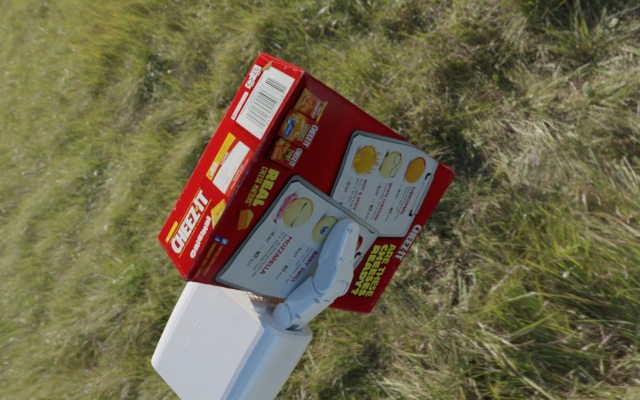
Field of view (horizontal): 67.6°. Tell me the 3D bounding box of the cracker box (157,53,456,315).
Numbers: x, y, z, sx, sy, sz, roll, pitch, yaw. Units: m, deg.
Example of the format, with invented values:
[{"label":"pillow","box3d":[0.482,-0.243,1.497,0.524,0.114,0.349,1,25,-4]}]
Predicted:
[{"label":"cracker box","box3d":[0.000,0.001,0.406,0.214,0.164,0.072,22,12,-45]}]
